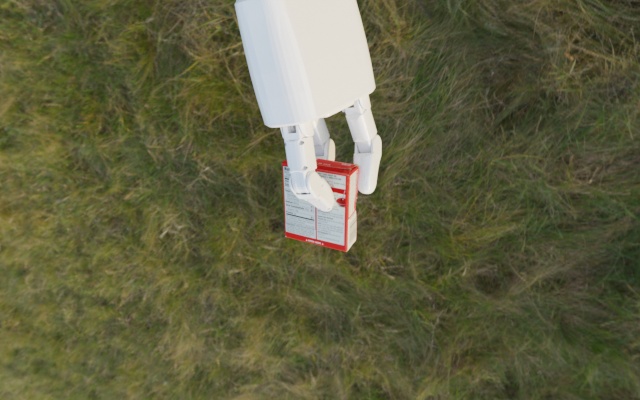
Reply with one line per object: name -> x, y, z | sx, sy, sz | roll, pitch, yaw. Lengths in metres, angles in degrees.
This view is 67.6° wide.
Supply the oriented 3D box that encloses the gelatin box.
gelatin box -> 0.000, 0.002, 0.490 | 0.073, 0.089, 0.030 | 11, 27, 23
